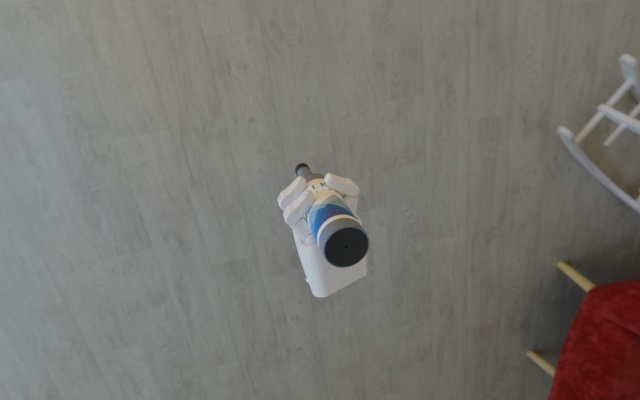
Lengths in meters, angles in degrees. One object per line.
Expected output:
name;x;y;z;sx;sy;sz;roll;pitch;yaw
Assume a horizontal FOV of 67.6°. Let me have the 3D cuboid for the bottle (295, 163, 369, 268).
bottle;0.000;0.003;0.777;0.069;0.069;0.295;0;25;-15
